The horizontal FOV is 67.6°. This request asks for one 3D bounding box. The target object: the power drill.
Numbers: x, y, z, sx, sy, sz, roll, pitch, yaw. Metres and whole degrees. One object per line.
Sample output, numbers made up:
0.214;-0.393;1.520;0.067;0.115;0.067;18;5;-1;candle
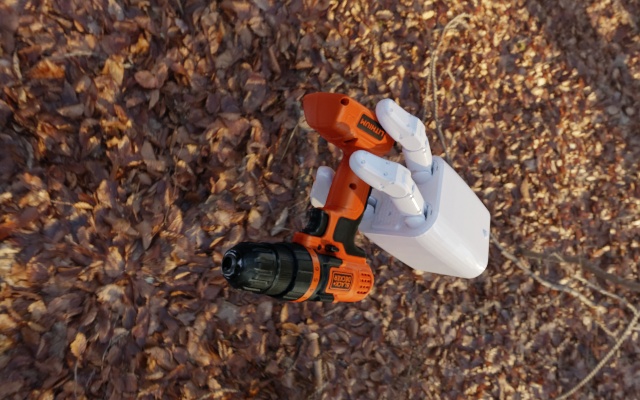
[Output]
0.000;0.001;0.442;0.057;0.187;0.184;12;-4;39;power drill
